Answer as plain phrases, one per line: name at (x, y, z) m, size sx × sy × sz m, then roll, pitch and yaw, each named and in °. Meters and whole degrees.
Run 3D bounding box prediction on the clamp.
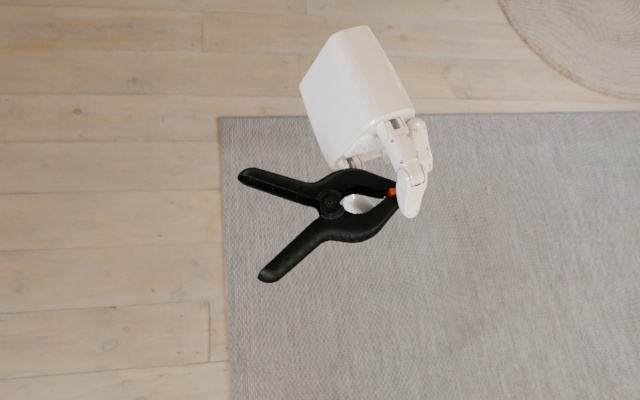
clamp at (0.000, 0.001, 0.484) m, size 0.171 × 0.120 × 0.039 m, roll -19°, pitch -14°, yaw -14°
